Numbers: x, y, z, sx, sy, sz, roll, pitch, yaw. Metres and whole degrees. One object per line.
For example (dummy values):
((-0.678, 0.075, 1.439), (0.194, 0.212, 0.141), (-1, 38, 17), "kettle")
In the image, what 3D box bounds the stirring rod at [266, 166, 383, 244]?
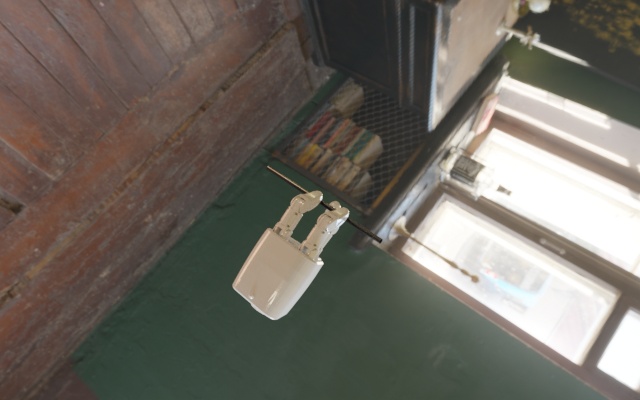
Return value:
((0.000, 0.003, 0.765), (0.239, 0.011, 0.011), (33, 16, 27), "stirring rod")
